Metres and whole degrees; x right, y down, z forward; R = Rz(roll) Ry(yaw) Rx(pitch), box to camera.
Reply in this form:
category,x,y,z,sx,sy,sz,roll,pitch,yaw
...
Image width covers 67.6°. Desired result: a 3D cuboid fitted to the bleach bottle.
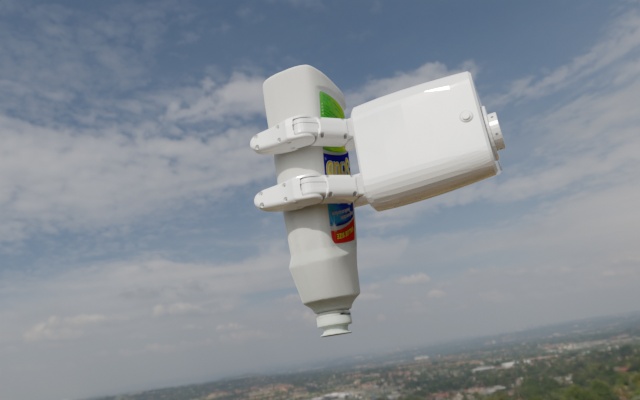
category,x,y,z,sx,sy,sz,roll,pitch,yaw
bleach bottle,0.000,0.001,0.463,0.068,0.250,0.102,-16,-20,22
